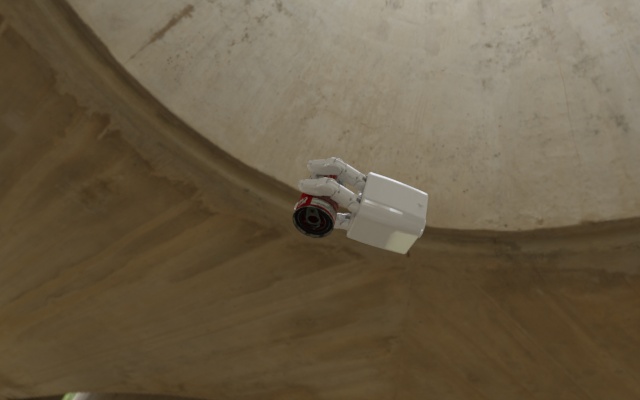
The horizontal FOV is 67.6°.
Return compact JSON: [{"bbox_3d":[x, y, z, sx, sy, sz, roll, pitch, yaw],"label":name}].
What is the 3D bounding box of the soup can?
[{"bbox_3d":[0.000,0.002,0.792,0.068,0.069,0.102,0,40,18],"label":"soup can"}]
